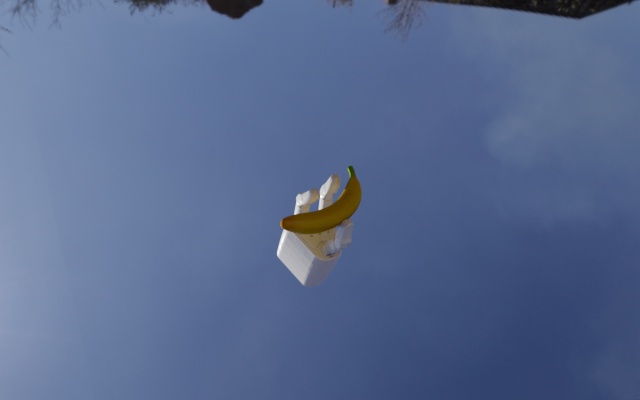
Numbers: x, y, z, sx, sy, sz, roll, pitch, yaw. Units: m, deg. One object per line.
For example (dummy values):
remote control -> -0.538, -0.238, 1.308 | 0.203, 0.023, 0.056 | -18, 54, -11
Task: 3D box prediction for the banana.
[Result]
banana -> 0.016, 0.014, 0.808 | 0.197, 0.069, 0.037 | -39, -12, -40
